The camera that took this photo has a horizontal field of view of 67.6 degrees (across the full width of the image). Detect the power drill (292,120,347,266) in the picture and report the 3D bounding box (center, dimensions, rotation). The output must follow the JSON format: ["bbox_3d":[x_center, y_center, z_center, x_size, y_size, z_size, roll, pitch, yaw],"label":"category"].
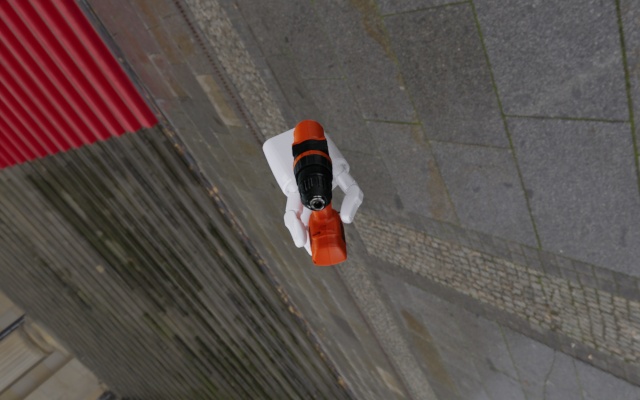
[{"bbox_3d":[0.000,0.002,0.679,0.057,0.188,0.184,-7,38,2],"label":"power drill"}]
